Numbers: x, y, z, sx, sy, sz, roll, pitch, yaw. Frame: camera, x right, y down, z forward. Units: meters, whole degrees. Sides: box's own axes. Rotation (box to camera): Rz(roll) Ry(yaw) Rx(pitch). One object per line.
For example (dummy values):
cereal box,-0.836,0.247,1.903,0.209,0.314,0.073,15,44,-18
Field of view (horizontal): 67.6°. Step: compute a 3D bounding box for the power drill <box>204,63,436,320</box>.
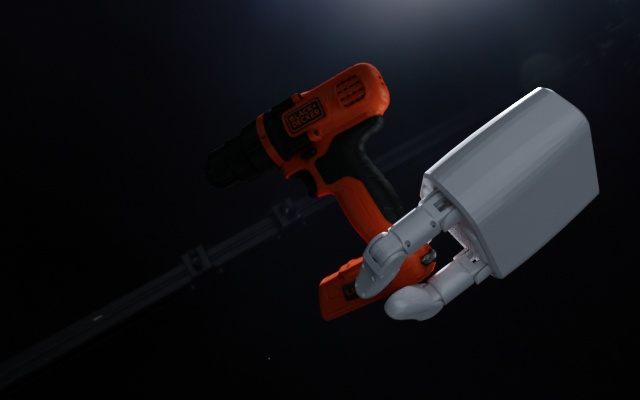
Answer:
power drill,0.001,0.002,0.412,0.184,0.187,0.057,-27,-6,21
